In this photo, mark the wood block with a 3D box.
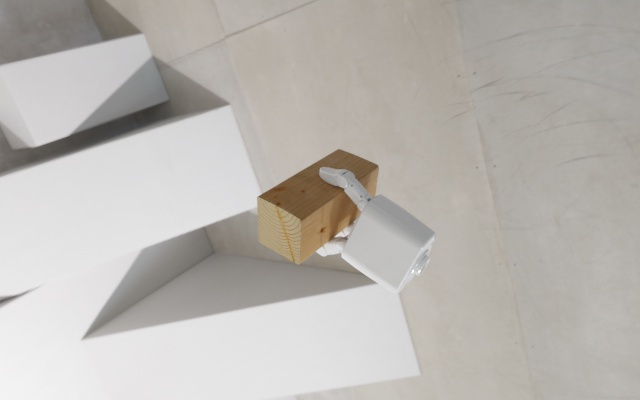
[{"bbox_3d":[0.000,0.003,0.787,0.090,0.091,0.206,26,40,29],"label":"wood block"}]
